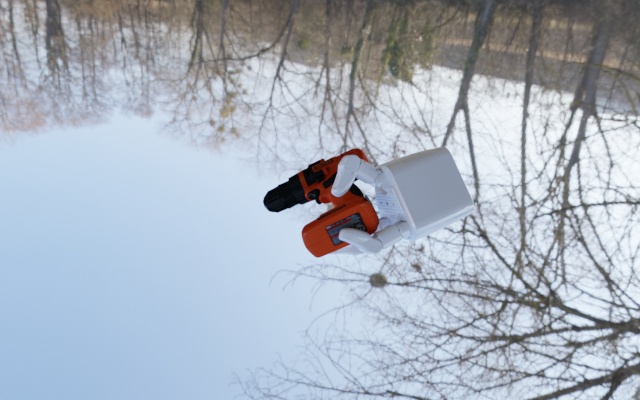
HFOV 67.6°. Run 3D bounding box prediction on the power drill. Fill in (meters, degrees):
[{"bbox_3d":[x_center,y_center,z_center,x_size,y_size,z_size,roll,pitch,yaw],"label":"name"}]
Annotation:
[{"bbox_3d":[0.000,0.002,0.715,0.184,0.057,0.187,-27,32,6],"label":"power drill"}]
